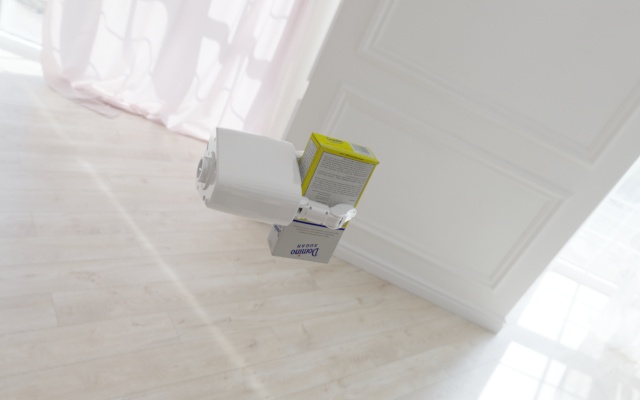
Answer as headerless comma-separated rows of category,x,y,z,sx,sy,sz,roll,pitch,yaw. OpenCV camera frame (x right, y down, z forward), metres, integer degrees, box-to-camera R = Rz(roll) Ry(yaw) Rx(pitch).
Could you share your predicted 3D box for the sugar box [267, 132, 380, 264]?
sugar box,0.000,0.002,0.655,0.093,0.176,0.048,13,29,-27
